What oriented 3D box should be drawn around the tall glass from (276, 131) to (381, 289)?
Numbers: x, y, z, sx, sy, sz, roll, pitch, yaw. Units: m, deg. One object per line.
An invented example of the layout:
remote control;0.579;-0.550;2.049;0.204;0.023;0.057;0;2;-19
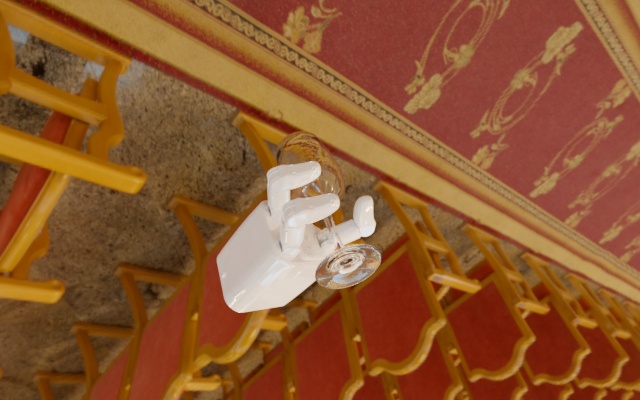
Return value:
tall glass;0.000;0.002;0.568;0.079;0.201;0.079;-13;-41;-11
